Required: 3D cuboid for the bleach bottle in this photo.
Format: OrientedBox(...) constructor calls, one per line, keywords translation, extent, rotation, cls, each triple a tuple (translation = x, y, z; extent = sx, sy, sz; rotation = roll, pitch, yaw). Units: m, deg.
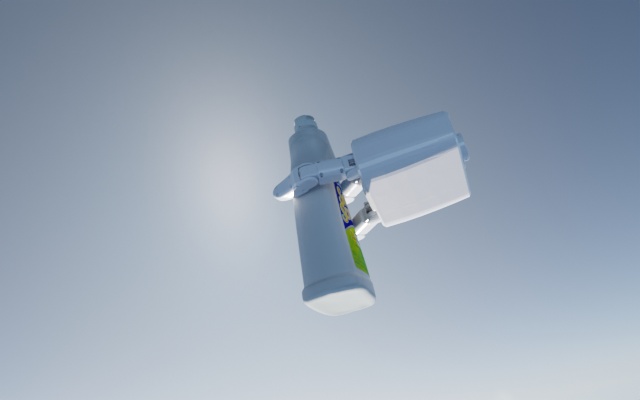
OrientedBox(translation=(0.000, 0.002, 0.565), extent=(0.068, 0.250, 0.103), rotation=(-19, -27, 12), cls="bleach bottle")
